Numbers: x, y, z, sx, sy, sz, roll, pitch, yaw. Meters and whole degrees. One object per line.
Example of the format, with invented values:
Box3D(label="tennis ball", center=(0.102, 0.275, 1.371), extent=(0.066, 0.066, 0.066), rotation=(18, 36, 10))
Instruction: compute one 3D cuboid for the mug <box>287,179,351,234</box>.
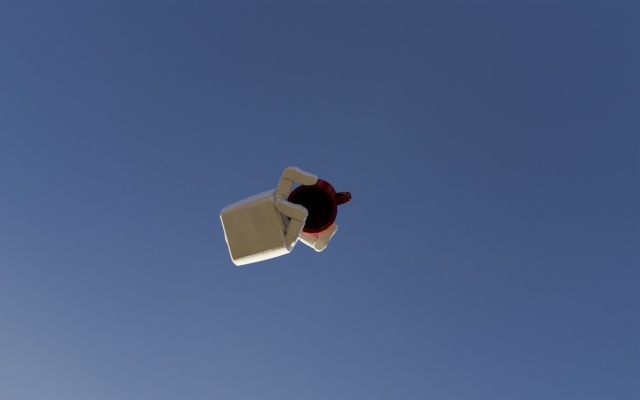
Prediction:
Box3D(label="mug", center=(0.002, 0.002, 0.887), extent=(0.117, 0.093, 0.081), rotation=(-15, 11, 11))
